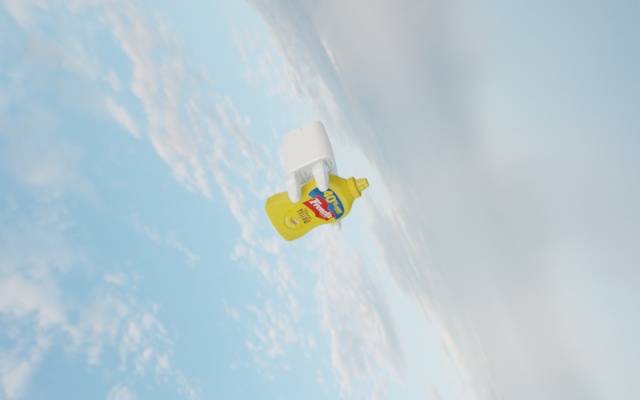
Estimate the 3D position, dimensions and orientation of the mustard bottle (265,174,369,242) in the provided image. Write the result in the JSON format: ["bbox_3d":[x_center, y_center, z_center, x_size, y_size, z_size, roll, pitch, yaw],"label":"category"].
[{"bbox_3d":[0.000,0.003,0.887,0.191,0.096,0.058,-24,28,14],"label":"mustard bottle"}]
